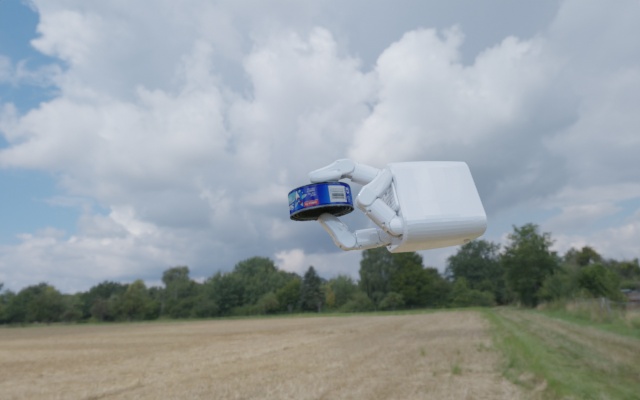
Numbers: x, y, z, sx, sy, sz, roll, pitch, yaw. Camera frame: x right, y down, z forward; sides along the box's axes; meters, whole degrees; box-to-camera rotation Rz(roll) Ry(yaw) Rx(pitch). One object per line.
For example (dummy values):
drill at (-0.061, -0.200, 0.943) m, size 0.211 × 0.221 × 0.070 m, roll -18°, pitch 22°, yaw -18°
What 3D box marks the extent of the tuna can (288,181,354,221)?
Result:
tuna can at (0.000, 0.002, 0.631) m, size 0.086 × 0.033 × 0.086 m, roll -8°, pitch -13°, yaw -2°
